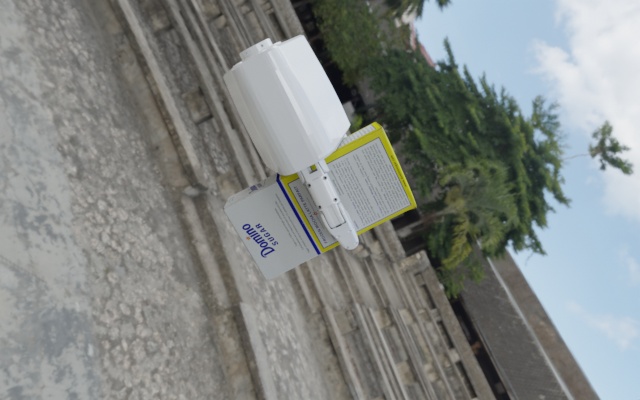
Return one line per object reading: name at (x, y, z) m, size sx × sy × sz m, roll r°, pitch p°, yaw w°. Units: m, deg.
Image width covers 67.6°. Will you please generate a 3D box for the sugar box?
sugar box at (0.000, 0.001, 0.492) m, size 0.176 × 0.093 × 0.048 m, roll -25°, pitch 17°, yaw 7°
